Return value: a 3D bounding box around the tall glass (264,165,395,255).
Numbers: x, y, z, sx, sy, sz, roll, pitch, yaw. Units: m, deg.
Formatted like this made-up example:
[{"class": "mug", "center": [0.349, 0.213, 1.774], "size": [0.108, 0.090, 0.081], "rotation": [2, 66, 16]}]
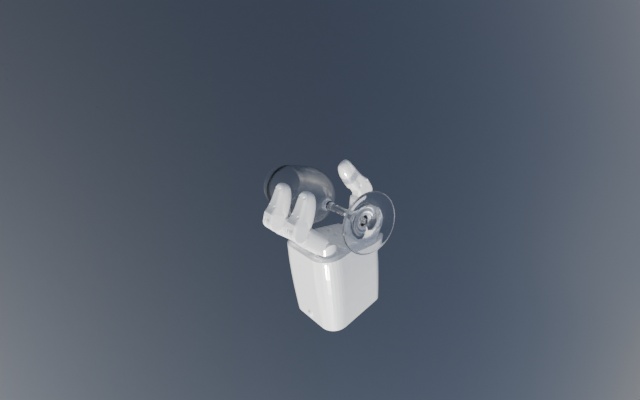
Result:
[{"class": "tall glass", "center": [0.001, 0.002, 0.609], "size": [0.079, 0.079, 0.201], "rotation": [0, 14, -35]}]
